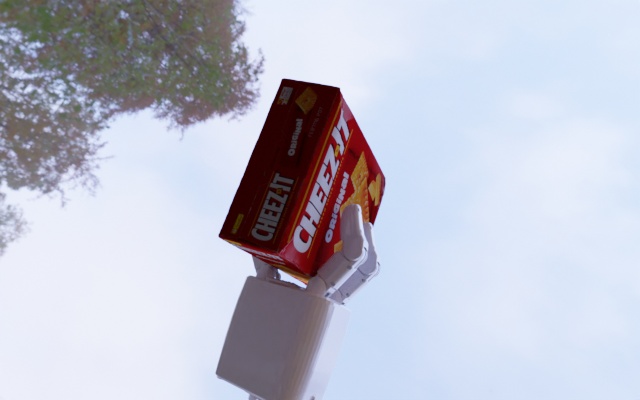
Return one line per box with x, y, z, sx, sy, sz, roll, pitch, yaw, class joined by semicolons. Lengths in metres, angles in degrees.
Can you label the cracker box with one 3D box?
0.000;0.002;0.509;0.072;0.164;0.214;13;-16;24;cracker box
